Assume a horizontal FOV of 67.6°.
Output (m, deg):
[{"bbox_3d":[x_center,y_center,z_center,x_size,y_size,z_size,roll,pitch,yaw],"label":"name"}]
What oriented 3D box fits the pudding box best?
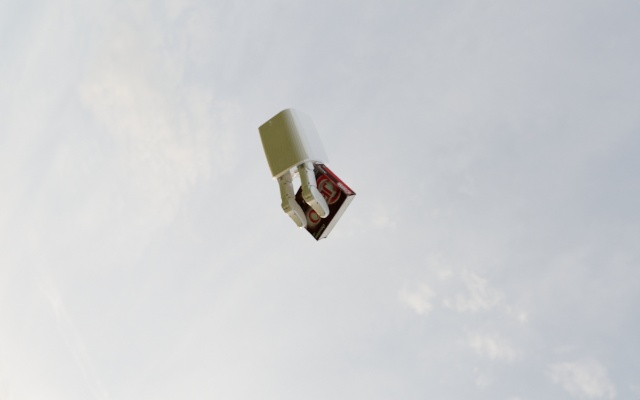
[{"bbox_3d":[0.000,0.003,0.872,0.090,0.113,0.039,44,30,23],"label":"pudding box"}]
